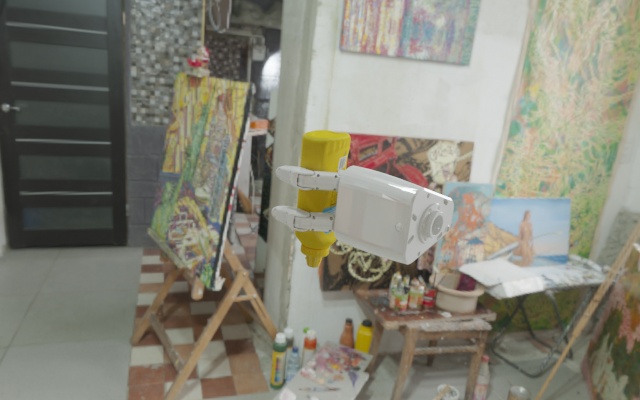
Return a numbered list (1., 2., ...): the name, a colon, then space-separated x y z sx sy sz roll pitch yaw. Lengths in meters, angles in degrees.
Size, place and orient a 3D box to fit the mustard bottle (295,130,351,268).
1. mustard bottle: 0.000 0.002 0.662 0.058 0.192 0.096 11 16 17
